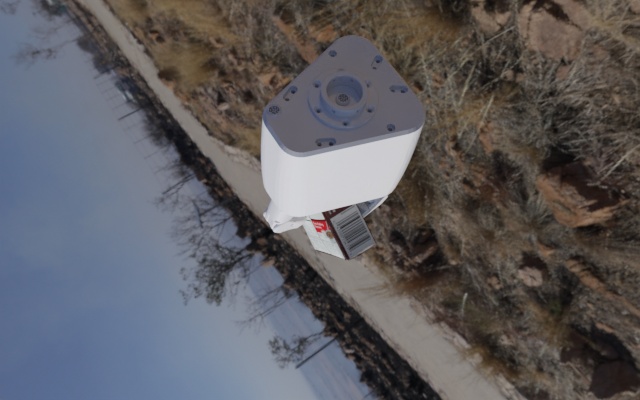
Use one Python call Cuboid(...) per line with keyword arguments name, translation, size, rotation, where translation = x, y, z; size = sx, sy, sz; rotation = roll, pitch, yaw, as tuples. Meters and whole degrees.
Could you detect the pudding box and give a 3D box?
Cuboid(name="pudding box", translation=(0.000, 0.002, 0.486), size=(0.039, 0.113, 0.090), rotation=(-29, 11, -17))
